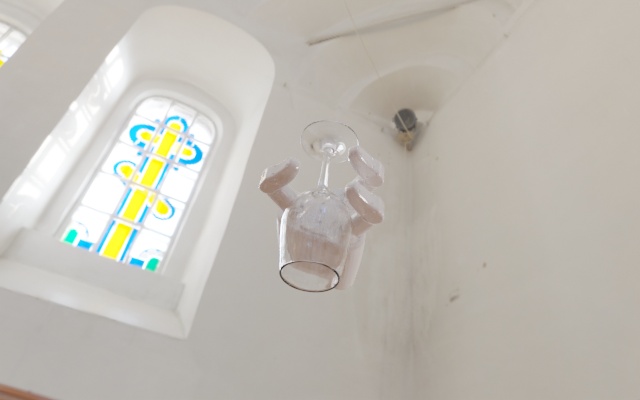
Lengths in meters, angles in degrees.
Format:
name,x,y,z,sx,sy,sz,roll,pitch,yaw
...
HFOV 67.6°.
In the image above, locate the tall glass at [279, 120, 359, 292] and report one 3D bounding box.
name,x,y,z,sx,sy,sz,roll,pitch,yaw
tall glass,0.000,0.001,0.544,0.079,0.200,0.079,5,-40,4
